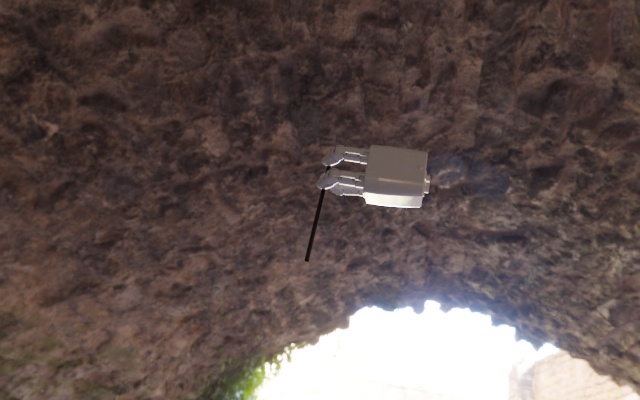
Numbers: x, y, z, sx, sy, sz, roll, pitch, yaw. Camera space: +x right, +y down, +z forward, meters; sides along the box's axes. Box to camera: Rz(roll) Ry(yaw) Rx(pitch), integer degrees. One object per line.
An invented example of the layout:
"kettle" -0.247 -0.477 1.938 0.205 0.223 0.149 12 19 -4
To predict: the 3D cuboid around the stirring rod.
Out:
"stirring rod" 0.000 0.003 0.883 0.011 0.239 0.011 10 -30 6
